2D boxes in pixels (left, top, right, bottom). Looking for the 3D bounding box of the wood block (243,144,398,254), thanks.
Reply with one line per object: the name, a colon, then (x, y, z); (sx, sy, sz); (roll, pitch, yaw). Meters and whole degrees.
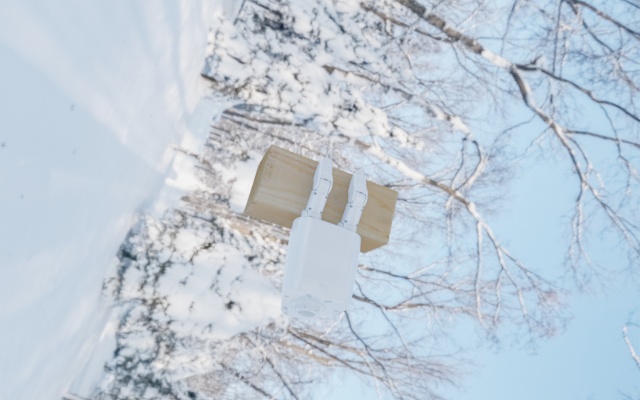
wood block: (0.000, 0.003, 0.727); (0.206, 0.090, 0.091); (20, -21, -14)
